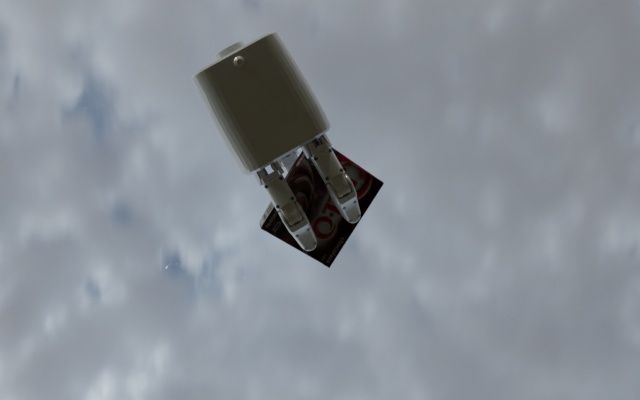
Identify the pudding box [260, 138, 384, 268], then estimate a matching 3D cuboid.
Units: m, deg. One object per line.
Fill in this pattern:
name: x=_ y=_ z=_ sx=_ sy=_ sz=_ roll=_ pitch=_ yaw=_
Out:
pudding box: x=0.000 y=0.002 z=0.516 sx=0.090 sy=0.113 sz=0.039 roll=32 pitch=4 yaw=-17
